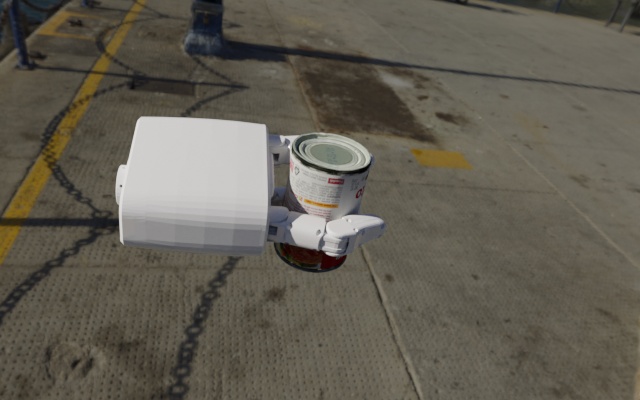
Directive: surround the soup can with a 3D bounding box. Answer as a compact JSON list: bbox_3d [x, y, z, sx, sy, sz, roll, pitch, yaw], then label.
[{"bbox_3d":[0.001,0.001,0.409,0.068,0.102,0.068,9,32,-6],"label":"soup can"}]
